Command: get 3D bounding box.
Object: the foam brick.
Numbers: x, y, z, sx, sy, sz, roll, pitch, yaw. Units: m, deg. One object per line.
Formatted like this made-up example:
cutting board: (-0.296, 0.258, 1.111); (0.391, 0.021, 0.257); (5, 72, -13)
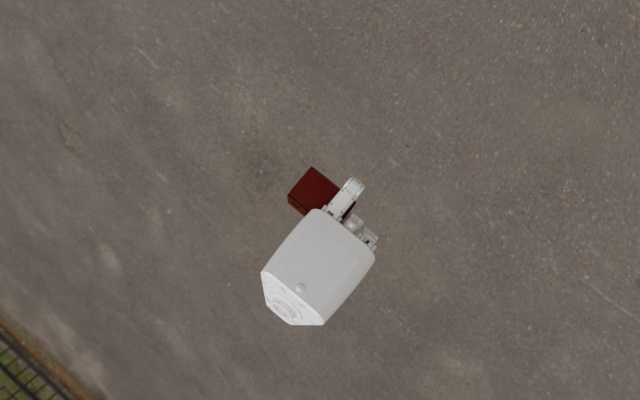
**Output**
foam brick: (0.000, 0.002, 0.633); (0.078, 0.051, 0.053); (39, -10, 5)
